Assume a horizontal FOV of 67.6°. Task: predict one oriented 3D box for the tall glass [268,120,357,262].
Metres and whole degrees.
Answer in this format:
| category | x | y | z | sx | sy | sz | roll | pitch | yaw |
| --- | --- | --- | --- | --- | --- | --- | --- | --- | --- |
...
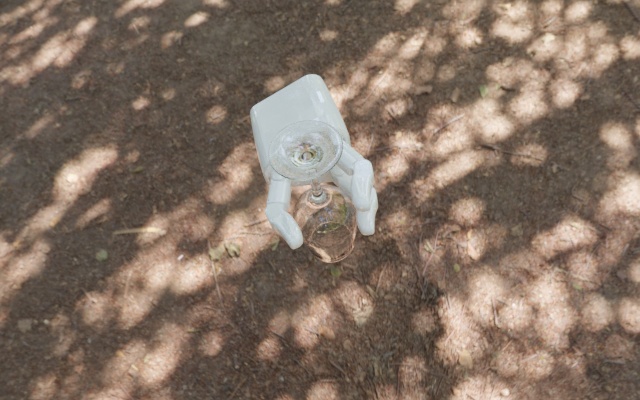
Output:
| category | x | y | z | sx | sy | sz | roll | pitch | yaw |
| --- | --- | --- | --- | --- | --- | --- | --- | --- | --- |
| tall glass | 0.000 | 0.002 | 0.548 | 0.079 | 0.079 | 0.201 | 0 | -32 | 10 |
